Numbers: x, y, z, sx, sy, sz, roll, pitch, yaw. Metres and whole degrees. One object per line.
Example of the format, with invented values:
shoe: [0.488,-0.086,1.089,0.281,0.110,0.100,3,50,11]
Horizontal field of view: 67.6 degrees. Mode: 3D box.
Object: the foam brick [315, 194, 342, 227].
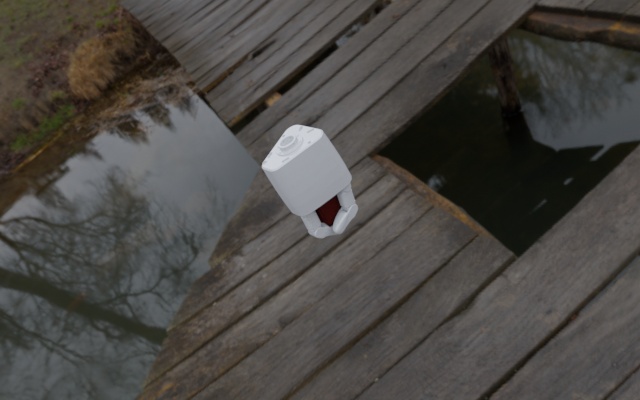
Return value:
foam brick: [0.000,0.003,0.855,0.053,0.051,0.078,-46,38,-19]
